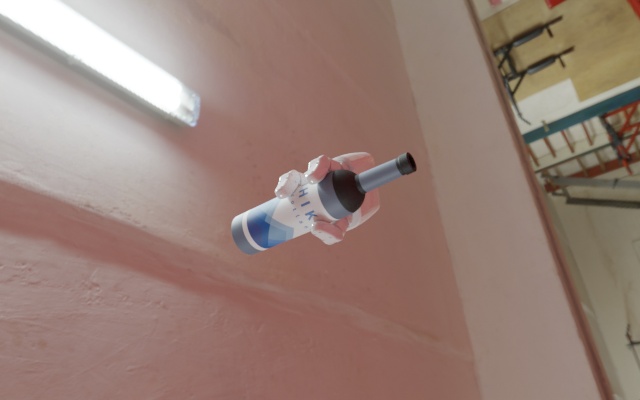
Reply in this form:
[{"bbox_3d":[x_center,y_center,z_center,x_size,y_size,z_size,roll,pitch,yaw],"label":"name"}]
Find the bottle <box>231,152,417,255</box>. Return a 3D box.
[{"bbox_3d":[0.000,0.002,0.688,0.296,0.069,0.069,-24,-12,28],"label":"bottle"}]
